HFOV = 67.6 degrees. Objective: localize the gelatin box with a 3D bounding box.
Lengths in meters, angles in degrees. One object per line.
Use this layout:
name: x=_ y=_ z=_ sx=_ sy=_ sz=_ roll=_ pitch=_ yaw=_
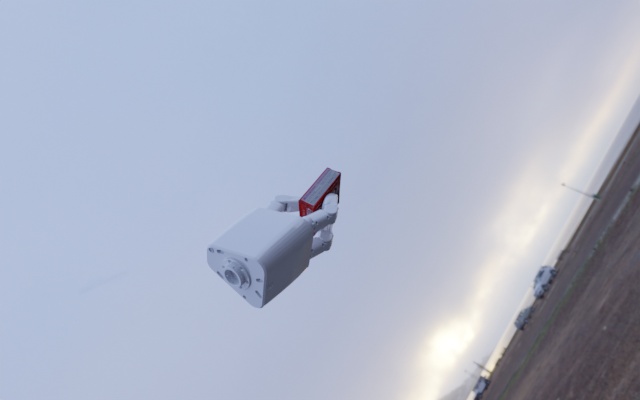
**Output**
gelatin box: x=0.000 y=0.002 z=0.768 sx=0.030 sy=0.073 sz=0.089 roll=24 pitch=52 yaw=19
